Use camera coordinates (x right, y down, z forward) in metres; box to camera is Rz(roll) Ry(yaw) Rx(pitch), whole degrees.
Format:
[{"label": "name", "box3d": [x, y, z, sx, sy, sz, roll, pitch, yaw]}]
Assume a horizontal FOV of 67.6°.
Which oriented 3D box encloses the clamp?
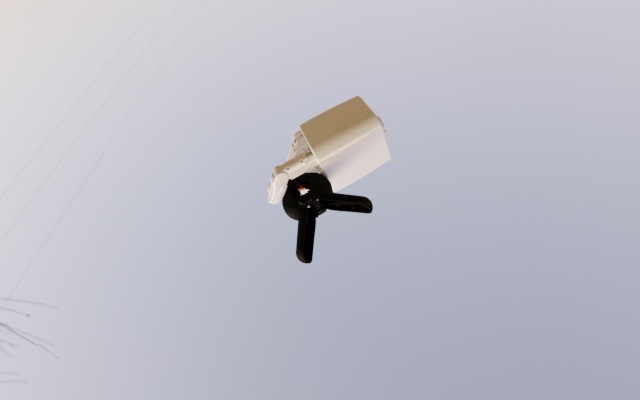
[{"label": "clamp", "box3d": [0.000, 0.003, 0.673, 0.120, 0.039, 0.171, -30, 41, 2]}]
